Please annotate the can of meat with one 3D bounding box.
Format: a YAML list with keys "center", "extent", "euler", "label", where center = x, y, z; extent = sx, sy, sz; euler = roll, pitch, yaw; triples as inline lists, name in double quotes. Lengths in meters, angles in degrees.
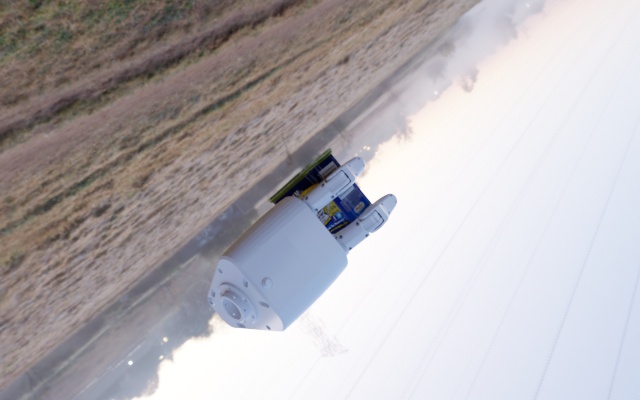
- center: [0.000, 0.002, 0.557]
  extent: [0.102, 0.084, 0.057]
  euler: [-37, 3, 46]
  label: "can of meat"
